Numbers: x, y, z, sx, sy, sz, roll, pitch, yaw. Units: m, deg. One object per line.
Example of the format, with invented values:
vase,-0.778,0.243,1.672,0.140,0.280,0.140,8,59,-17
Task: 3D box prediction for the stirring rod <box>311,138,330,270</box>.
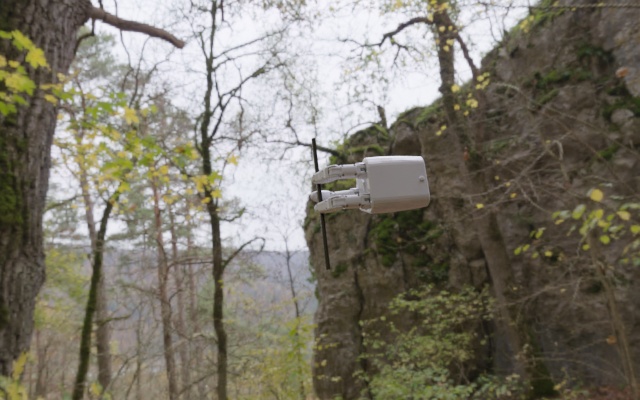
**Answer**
stirring rod,0.000,0.003,0.853,0.011,0.239,0.011,-6,-13,-1
